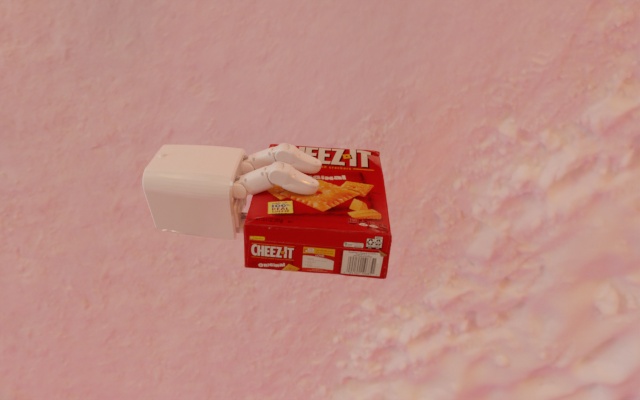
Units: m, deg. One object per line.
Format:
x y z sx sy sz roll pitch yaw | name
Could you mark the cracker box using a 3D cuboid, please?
0.000 0.002 0.613 0.164 0.072 0.213 4 32 0 | cracker box
